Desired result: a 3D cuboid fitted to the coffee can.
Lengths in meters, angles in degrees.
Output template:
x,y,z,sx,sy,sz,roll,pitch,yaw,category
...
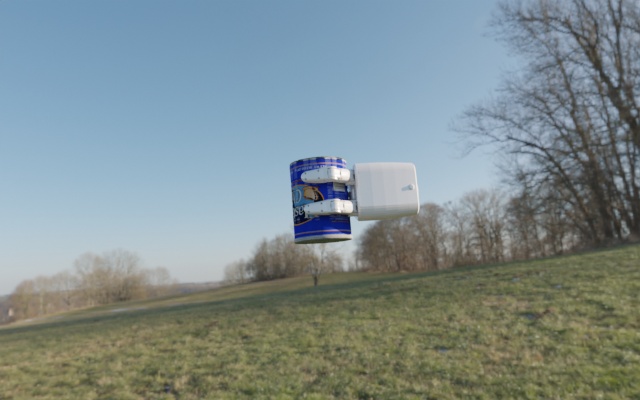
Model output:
x,y,z,sx,sy,sz,roll,pitch,yaw,category
0.000,0.003,0.845,0.103,0.140,0.103,-4,-9,-1,coffee can
